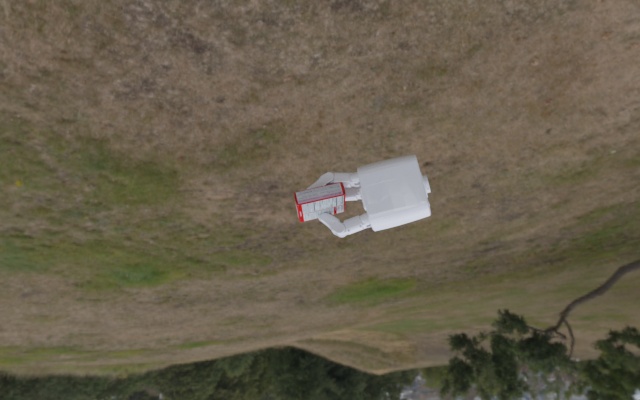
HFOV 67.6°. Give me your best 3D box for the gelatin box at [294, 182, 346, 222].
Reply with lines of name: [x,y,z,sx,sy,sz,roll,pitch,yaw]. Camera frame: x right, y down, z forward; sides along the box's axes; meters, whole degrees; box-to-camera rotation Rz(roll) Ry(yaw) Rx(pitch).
gelatin box: [0.000,0.003,0.859,0.089,0.030,0.073,-13,-26,-4]
